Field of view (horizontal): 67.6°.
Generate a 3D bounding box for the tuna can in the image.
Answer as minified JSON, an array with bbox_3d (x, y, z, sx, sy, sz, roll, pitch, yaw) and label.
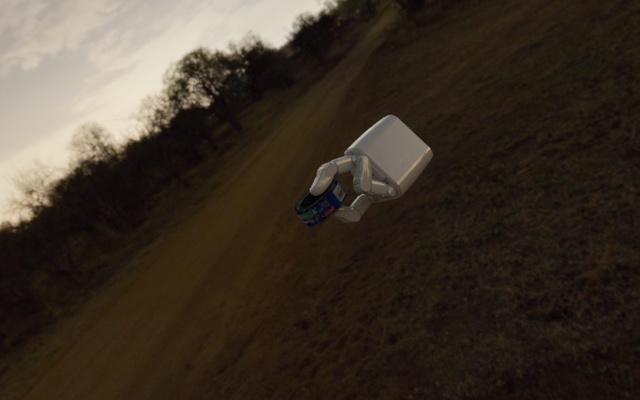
[{"bbox_3d":[0.000,0.002,0.767,0.086,0.034,0.086,-36,17,13],"label":"tuna can"}]
